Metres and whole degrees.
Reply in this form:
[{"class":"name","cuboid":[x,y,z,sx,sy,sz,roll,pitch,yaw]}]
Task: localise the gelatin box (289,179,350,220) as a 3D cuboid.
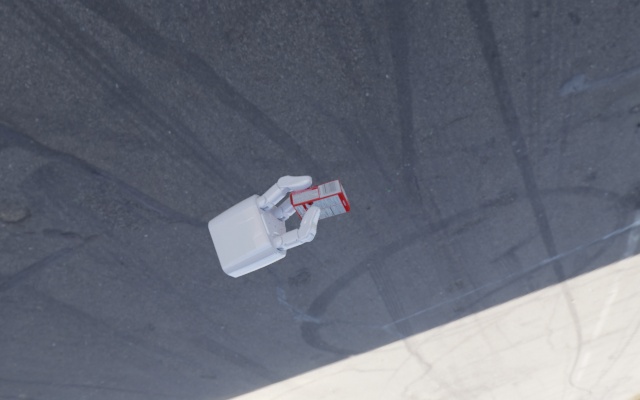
[{"class":"gelatin box","cuboid":[0.001,0.003,0.822,0.089,0.030,0.073,-16,-30,9]}]
